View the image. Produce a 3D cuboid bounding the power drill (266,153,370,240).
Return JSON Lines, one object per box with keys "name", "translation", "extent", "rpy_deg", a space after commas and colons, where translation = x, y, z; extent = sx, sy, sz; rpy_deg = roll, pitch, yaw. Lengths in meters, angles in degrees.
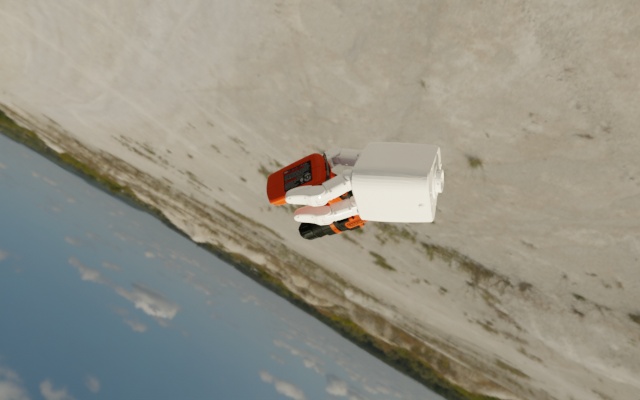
{"name": "power drill", "translation": [0.000, 0.002, 0.773], "extent": [0.184, 0.057, 0.188], "rpy_deg": [-25, -32, 27]}
